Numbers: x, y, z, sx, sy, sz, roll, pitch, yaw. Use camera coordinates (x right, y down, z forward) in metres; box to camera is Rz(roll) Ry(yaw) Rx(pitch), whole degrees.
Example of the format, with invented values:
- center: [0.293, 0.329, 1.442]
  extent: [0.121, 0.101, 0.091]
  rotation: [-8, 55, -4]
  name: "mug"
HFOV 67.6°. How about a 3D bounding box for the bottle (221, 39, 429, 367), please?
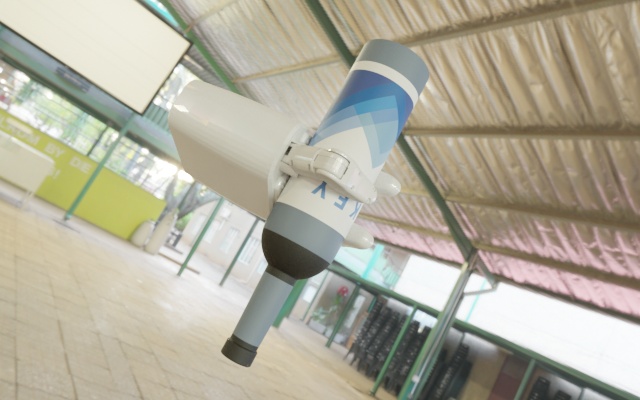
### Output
- center: [0.000, 0.001, 0.412]
  extent: [0.069, 0.295, 0.069]
  rotation: [28, -10, 5]
  name: "bottle"
